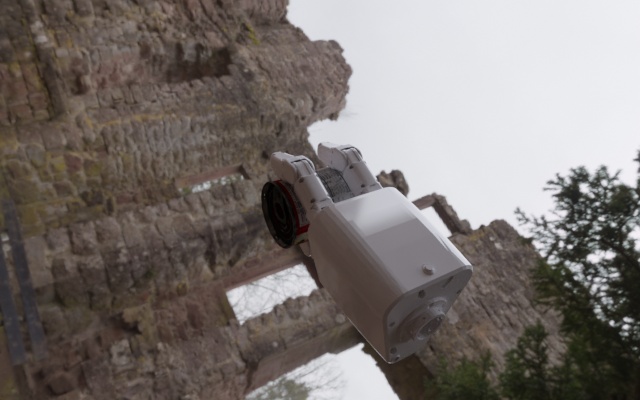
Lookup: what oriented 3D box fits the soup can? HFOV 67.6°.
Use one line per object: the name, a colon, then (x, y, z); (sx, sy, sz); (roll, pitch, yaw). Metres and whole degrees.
soup can: (0.000, 0.001, 0.487); (0.102, 0.068, 0.068); (-17, 8, -28)
